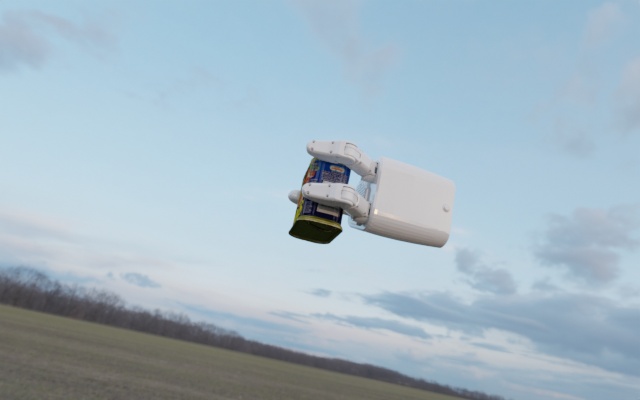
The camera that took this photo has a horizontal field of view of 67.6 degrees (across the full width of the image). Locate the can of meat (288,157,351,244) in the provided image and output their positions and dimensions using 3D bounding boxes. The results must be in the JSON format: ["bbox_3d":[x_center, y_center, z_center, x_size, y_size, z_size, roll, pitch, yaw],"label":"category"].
[{"bbox_3d":[0.000,0.002,0.606,0.057,0.084,0.102,14,-19,-7],"label":"can of meat"}]
